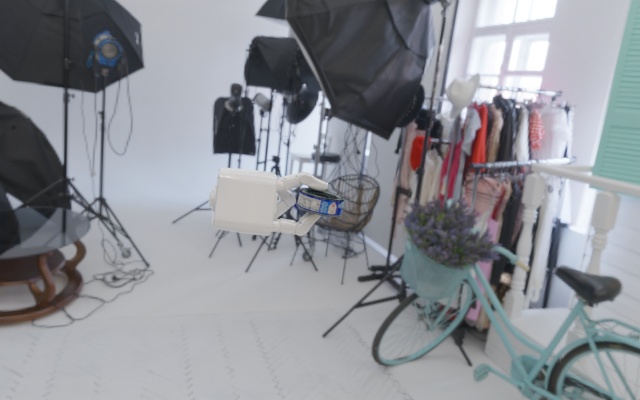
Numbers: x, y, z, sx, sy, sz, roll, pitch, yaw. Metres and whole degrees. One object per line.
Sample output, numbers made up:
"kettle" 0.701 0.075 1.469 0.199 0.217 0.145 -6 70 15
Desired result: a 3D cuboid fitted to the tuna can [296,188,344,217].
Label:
"tuna can" 0.000 0.002 0.887 0.086 0.034 0.086 12 10 -2
